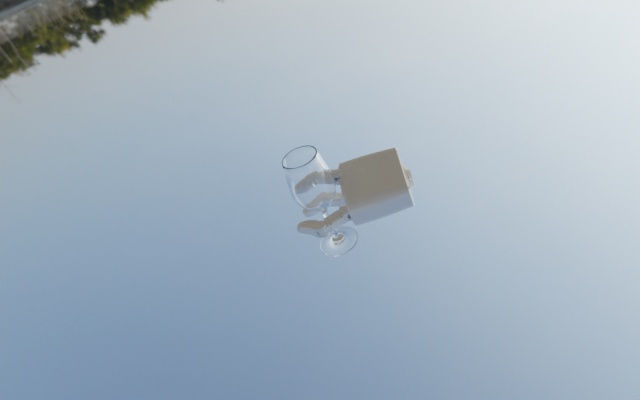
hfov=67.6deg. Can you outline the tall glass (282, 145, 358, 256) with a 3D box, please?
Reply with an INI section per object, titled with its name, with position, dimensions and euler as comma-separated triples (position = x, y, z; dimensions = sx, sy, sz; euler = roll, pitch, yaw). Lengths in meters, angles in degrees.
[tall glass]
position = 0.000, 0.003, 0.826
dimensions = 0.079, 0.201, 0.079
euler = -16, 37, 13
